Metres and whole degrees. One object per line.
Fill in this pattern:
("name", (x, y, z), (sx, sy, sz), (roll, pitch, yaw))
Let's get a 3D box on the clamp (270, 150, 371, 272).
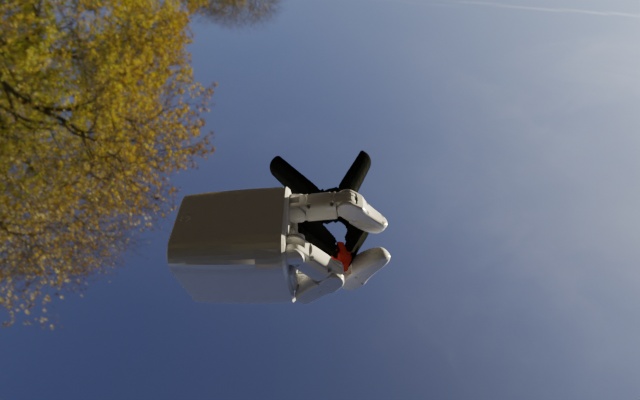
("clamp", (0.000, 0.002, 0.523), (0.120, 0.039, 0.171), (-3, 42, 3))
